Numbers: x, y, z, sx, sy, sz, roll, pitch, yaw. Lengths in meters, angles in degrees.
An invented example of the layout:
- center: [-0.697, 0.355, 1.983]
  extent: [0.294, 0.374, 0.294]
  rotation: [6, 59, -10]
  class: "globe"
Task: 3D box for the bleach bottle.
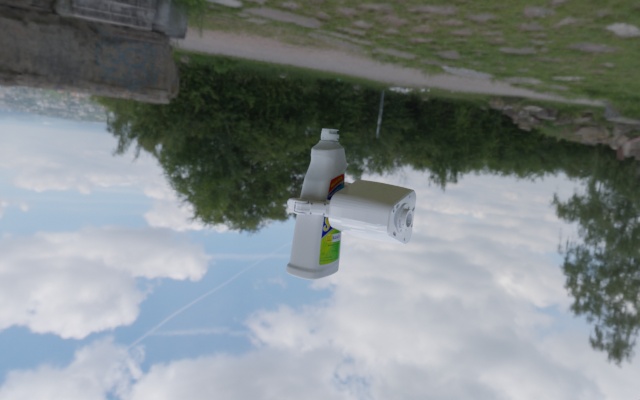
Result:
- center: [0.000, 0.003, 0.821]
  extent: [0.068, 0.251, 0.102]
  rotation: [10, 8, 32]
  class: "bleach bottle"
